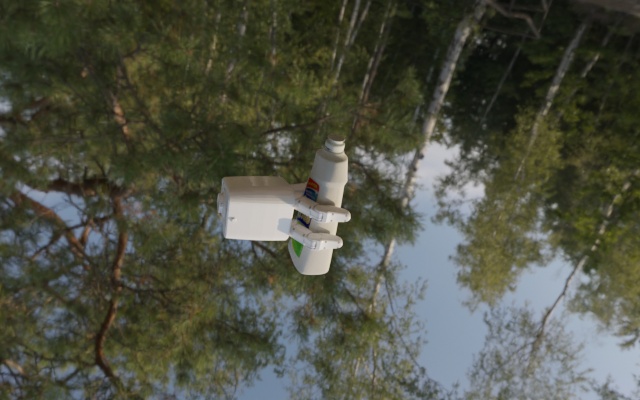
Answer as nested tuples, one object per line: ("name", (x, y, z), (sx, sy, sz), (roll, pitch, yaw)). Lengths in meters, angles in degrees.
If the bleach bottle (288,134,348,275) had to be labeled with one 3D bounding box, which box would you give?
("bleach bottle", (0.000, 0.003, 0.822), (0.068, 0.251, 0.102), (1, 32, -18))
